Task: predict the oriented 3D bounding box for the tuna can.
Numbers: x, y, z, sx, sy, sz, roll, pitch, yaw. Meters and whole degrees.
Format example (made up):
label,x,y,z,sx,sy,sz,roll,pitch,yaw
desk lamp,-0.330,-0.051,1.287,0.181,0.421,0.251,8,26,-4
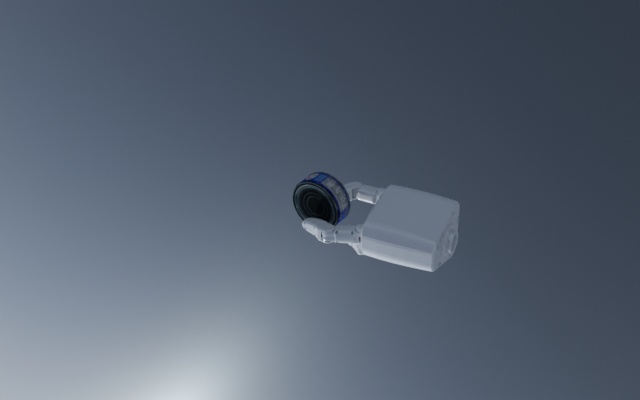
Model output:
label,x,y,z,sx,sy,sz,roll,pitch,yaw
tuna can,0.000,0.003,0.718,0.086,0.086,0.033,0,27,40
